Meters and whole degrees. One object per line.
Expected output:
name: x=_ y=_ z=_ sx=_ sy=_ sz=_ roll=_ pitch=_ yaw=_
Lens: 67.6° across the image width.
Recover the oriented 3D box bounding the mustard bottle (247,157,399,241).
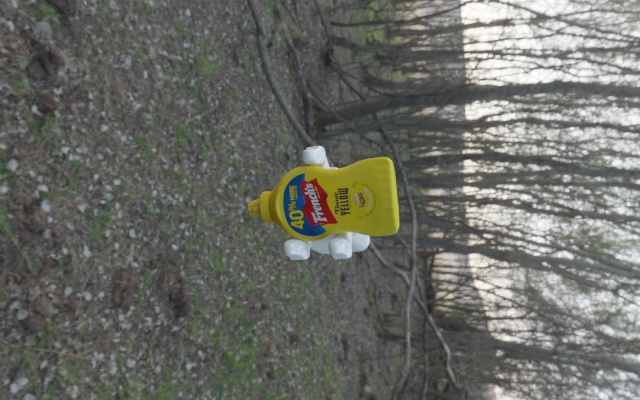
mustard bottle: x=0.000 y=0.002 z=0.608 sx=0.191 sy=0.096 sz=0.058 roll=-5 pitch=5 yaw=12
